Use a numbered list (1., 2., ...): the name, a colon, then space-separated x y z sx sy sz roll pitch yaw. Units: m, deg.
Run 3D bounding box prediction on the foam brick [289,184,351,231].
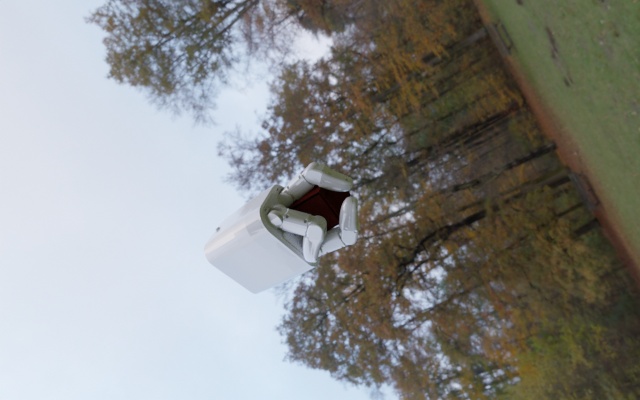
1. foam brick: 0.000 0.002 0.628 0.051 0.053 0.078 -31 17 25
